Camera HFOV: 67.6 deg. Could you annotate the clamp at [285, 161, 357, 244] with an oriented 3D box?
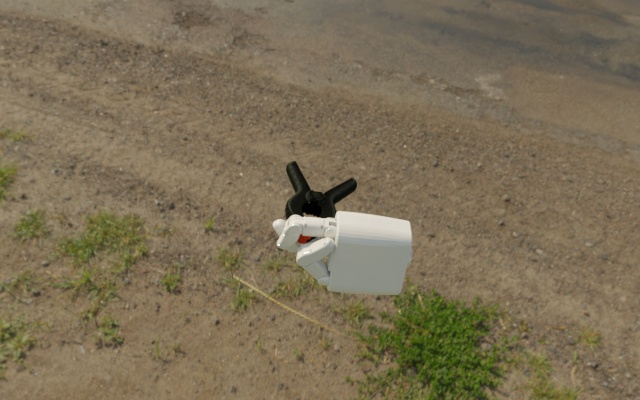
[{"bbox_3d":[0.000,0.002,0.744,0.120,0.039,0.171,6,42,-3],"label":"clamp"}]
